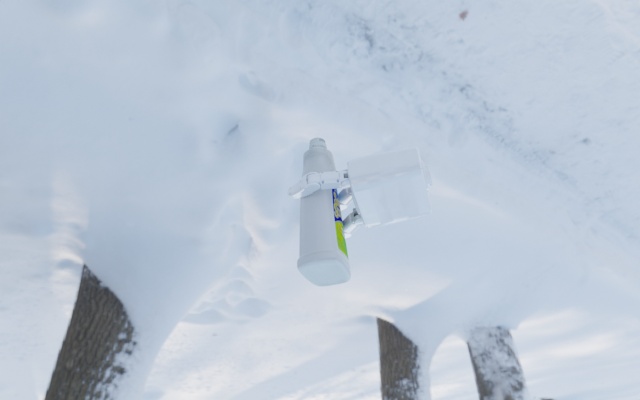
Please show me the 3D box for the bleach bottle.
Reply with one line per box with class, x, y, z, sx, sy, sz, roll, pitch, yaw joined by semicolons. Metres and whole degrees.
bleach bottle;0.000;0.003;0.760;0.068;0.250;0.103;-12;-31;13
